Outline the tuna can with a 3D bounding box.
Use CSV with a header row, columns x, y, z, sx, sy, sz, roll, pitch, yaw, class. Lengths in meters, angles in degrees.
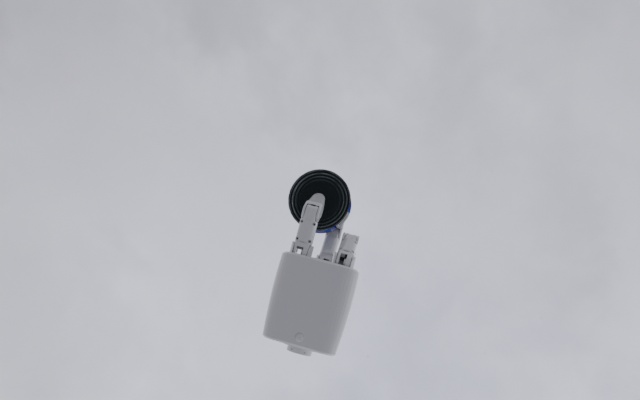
x,y,z,sx,sy,sz,roll,pitch,yaw,class
0.000,0.002,0.664,0.086,0.086,0.034,0,-12,7,tuna can
